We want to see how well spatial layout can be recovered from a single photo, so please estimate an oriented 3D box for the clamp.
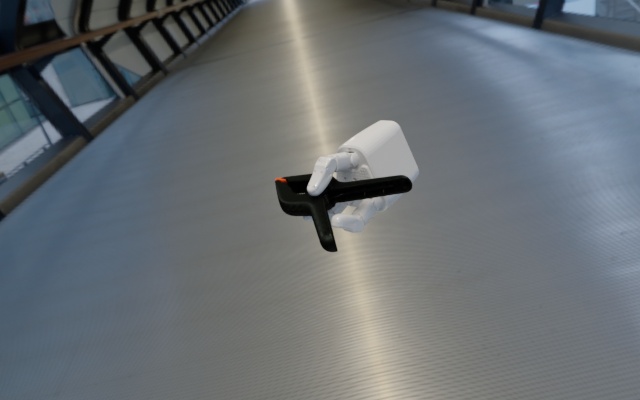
[{"bbox_3d":[0.000,0.001,0.671,0.210,0.036,0.164,11,39,40],"label":"clamp"}]
